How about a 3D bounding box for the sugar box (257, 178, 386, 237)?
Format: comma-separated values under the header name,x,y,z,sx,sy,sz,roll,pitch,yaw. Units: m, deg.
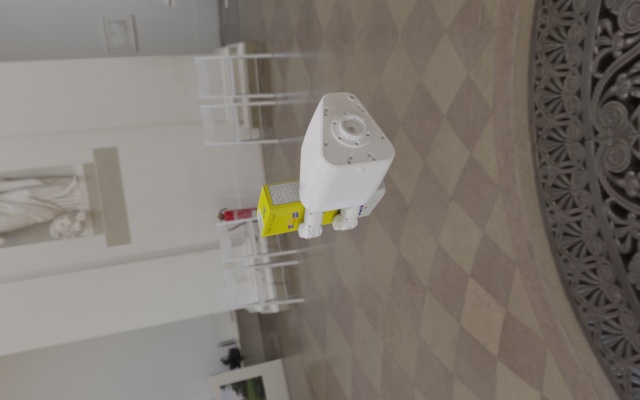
name,x,y,z,sx,sy,sz,roll,pitch,yaw
sugar box,0.000,0.003,0.691,0.176,0.048,0.093,-9,-25,-18
